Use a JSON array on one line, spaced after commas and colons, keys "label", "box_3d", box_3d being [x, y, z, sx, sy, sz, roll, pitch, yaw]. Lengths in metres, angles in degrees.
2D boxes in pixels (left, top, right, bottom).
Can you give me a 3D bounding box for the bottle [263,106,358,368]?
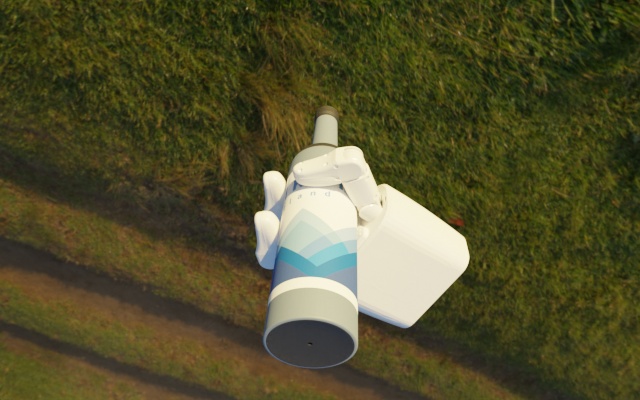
[{"label": "bottle", "box_3d": [0.000, 0.002, 0.439, 0.069, 0.069, 0.295, 0, 42, 4]}]
